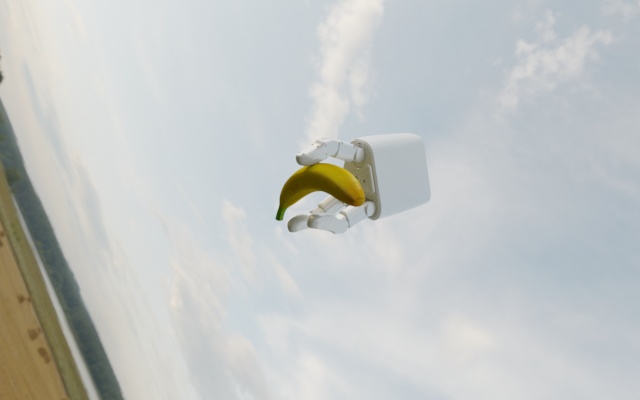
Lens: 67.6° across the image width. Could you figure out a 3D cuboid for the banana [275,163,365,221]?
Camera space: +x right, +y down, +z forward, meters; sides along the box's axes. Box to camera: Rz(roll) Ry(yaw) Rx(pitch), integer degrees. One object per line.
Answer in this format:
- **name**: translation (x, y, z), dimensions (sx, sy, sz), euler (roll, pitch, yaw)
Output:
- **banana**: translation (-0.004, -0.016, 0.625), dimensions (0.037, 0.069, 0.198), euler (-3, -6, -32)
